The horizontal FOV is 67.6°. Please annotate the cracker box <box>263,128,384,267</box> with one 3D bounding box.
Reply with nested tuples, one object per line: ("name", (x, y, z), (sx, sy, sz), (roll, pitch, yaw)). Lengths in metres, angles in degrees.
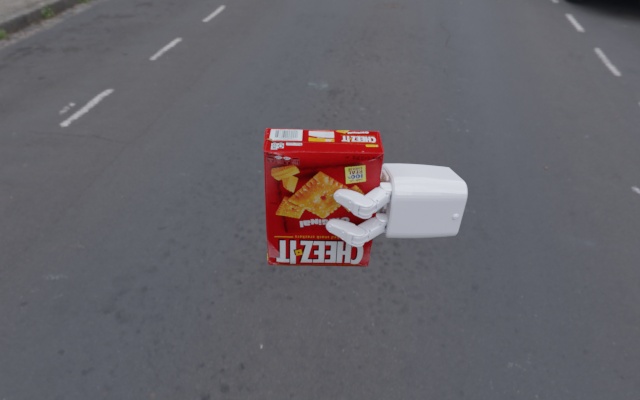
("cracker box", (0.000, 0.002, 0.713), (0.164, 0.214, 0.072), (1, 36, -2))
